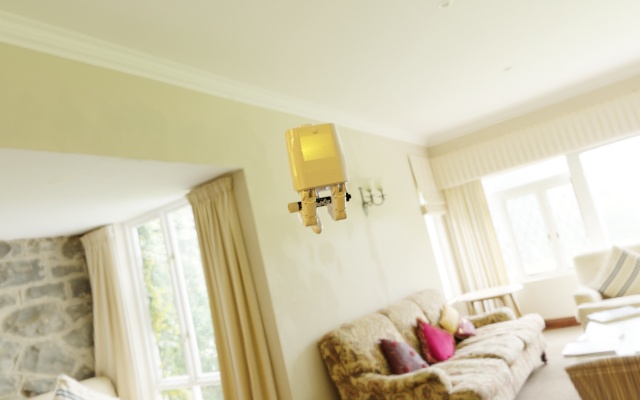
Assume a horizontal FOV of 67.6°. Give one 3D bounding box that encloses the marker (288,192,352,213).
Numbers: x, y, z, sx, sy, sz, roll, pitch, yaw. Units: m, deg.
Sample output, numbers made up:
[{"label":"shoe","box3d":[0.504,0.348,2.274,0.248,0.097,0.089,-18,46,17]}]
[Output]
[{"label":"marker","box3d":[0.000,0.003,0.868,0.121,0.020,0.020,-11,4,-19]}]
